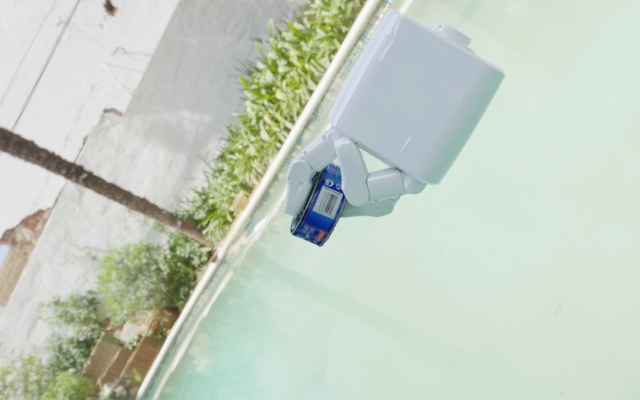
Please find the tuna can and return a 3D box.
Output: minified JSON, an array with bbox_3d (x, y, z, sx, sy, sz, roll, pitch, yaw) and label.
[{"bbox_3d":[0.000,0.001,0.485,0.034,0.086,0.086,23,-4,-9],"label":"tuna can"}]
